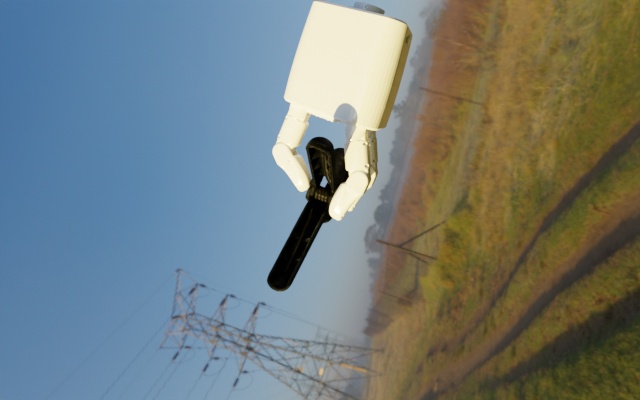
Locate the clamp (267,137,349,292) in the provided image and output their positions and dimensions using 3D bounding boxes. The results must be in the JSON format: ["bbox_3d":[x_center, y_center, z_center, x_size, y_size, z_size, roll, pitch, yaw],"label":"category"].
[{"bbox_3d":[0.000,0.001,0.538,0.036,0.164,0.210,23,16,10],"label":"clamp"}]
